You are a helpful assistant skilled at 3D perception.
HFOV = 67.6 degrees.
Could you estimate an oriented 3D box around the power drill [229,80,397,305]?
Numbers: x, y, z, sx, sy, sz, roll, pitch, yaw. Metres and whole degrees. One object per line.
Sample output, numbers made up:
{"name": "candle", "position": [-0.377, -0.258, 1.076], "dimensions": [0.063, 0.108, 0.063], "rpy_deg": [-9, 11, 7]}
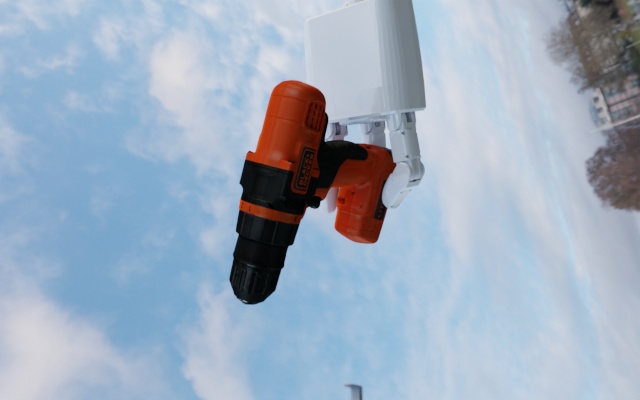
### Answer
{"name": "power drill", "position": [0.000, 0.001, 0.444], "dimensions": [0.057, 0.184, 0.187], "rpy_deg": [18, 5, 31]}
